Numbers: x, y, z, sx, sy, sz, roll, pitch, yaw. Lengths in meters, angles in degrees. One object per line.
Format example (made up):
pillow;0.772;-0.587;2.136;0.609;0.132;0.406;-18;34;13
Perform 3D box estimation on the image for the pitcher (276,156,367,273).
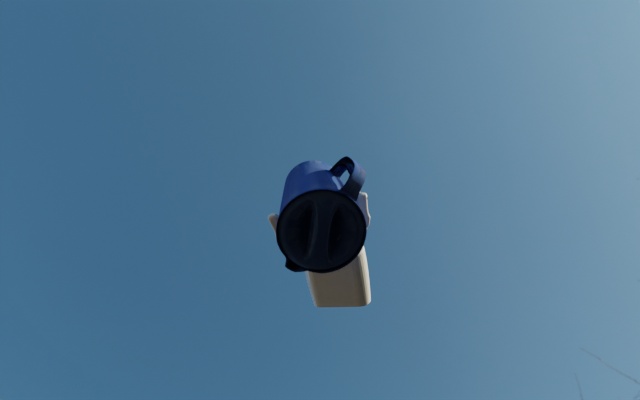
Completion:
pitcher;0.000;0.003;0.800;0.149;0.145;0.242;-12;19;0
